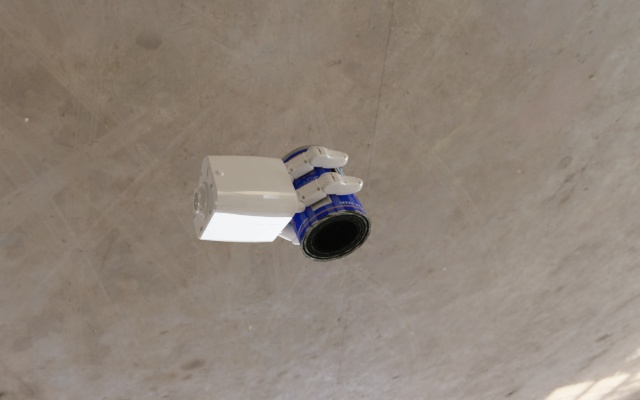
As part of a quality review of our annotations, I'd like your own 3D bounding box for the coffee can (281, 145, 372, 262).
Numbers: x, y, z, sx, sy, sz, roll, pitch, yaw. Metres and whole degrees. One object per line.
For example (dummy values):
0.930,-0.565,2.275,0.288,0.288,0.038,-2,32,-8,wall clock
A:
0.000,0.002,0.691,0.103,0.103,0.140,0,44,-26,coffee can
